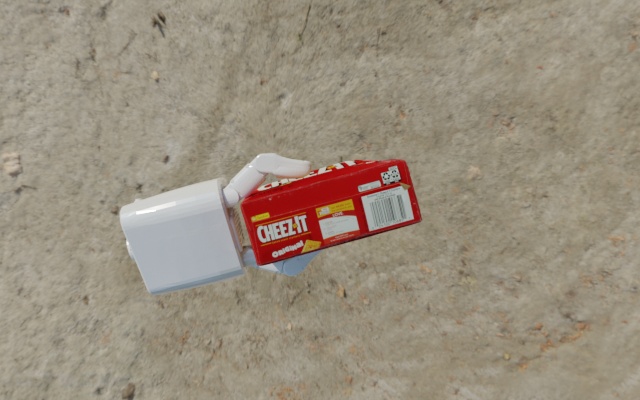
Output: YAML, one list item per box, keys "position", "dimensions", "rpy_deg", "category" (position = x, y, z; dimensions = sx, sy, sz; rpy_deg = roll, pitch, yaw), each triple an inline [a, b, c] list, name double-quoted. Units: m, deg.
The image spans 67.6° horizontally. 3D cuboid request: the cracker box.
- position: [0.000, 0.002, 0.546]
  dimensions: [0.164, 0.072, 0.213]
  rpy_deg: [-15, 6, -4]
  category: "cracker box"
